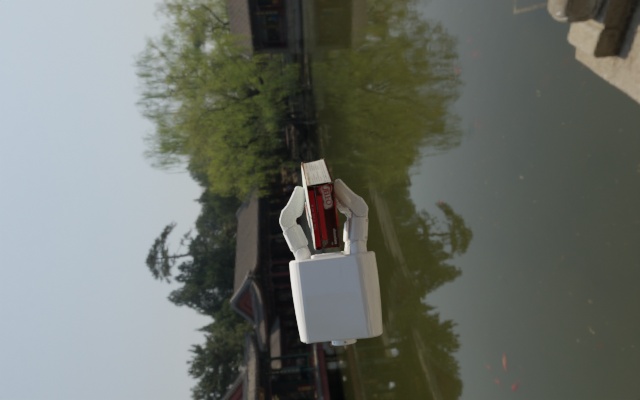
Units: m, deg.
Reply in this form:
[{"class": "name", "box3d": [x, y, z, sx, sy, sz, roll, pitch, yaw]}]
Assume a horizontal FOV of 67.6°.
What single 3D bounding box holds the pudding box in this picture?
[{"class": "pudding box", "box3d": [0.000, 0.002, 0.640, 0.039, 0.090, 0.113, -8, 21, -4]}]
